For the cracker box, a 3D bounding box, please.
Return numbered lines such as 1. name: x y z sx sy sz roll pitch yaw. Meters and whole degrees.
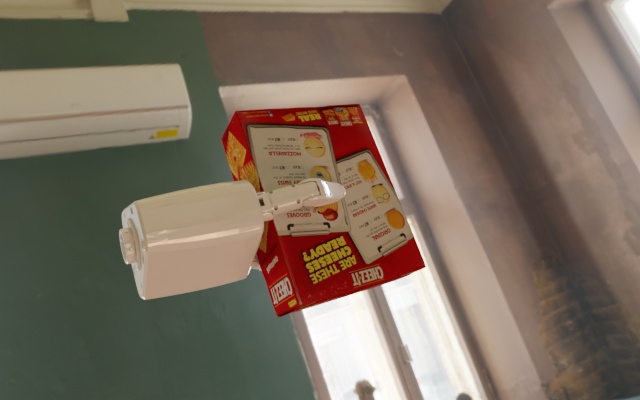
1. cracker box: 0.000 0.002 0.534 0.164 0.213 0.072 -10 -18 -31
